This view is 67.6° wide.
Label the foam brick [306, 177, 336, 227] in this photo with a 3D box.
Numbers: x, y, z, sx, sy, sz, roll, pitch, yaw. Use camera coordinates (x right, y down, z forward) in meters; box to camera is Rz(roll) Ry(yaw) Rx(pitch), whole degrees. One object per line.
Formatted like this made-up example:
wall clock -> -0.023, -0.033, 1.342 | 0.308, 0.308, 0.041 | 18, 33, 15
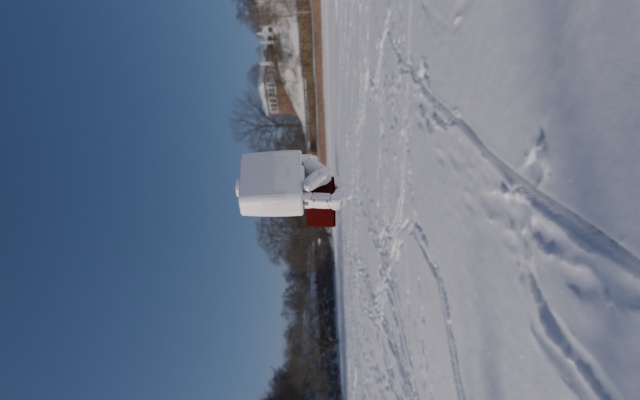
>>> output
foam brick -> 0.000, 0.003, 0.848 | 0.051, 0.078, 0.053 | -3, 40, -1
